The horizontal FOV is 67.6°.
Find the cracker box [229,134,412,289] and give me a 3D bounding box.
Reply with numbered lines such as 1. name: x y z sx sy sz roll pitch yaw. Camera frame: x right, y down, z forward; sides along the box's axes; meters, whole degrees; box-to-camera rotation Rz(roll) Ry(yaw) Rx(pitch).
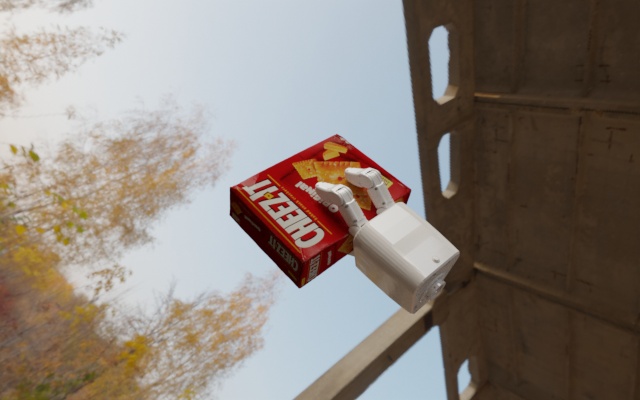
1. cracker box: 0.000 0.002 0.700 0.213 0.072 0.164 -30 58 -31
